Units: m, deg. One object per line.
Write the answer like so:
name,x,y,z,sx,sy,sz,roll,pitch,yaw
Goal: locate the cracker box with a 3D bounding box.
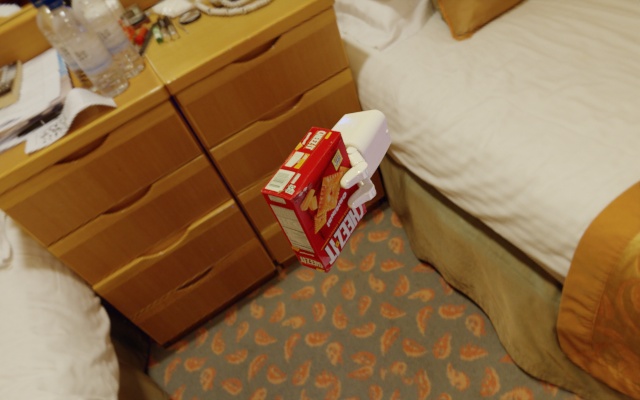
cracker box,0.000,0.003,0.862,0.072,0.164,0.214,15,-34,33
